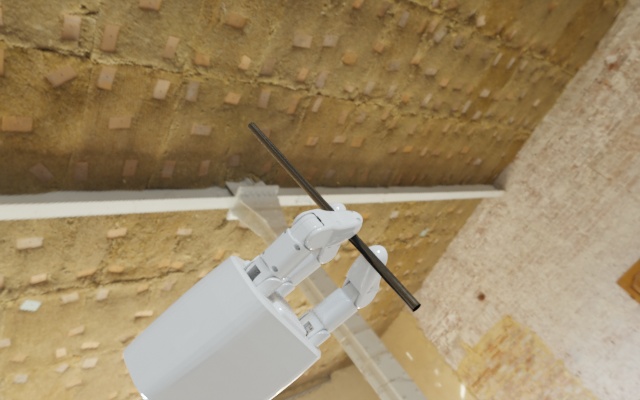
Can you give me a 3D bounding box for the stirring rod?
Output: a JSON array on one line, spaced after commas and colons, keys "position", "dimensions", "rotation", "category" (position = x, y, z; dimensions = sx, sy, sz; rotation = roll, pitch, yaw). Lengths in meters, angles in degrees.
[{"position": [0.000, 0.001, 0.402], "dimensions": [0.011, 0.011, 0.239], "rotation": [0, 38, -46], "category": "stirring rod"}]
